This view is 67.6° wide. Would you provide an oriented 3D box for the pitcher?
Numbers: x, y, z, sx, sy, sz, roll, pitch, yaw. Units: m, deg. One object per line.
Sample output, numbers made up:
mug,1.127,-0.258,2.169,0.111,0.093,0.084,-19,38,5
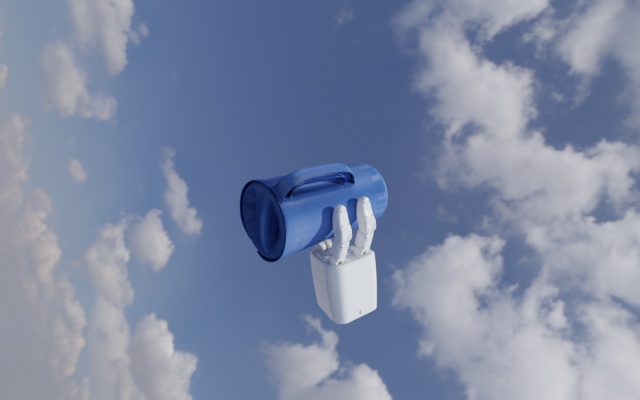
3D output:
pitcher,0.000,0.003,0.805,0.243,0.145,0.149,-16,15,-36
